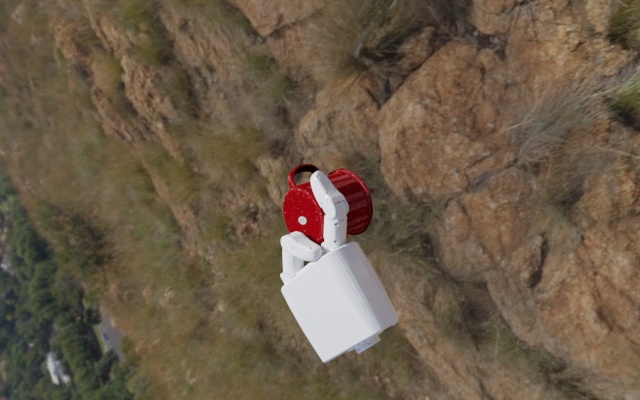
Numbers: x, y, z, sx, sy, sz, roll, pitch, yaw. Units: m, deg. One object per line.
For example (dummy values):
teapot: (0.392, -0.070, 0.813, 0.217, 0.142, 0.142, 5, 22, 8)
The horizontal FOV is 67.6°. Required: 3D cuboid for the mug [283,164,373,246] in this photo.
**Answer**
mug: (-0.001, 0.001, 0.616, 0.081, 0.117, 0.093, -19, -19, -39)
